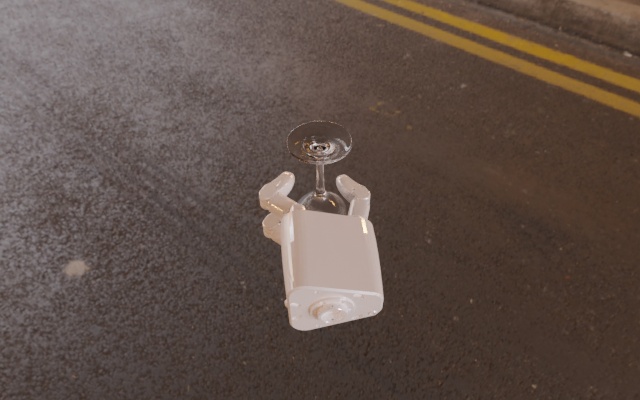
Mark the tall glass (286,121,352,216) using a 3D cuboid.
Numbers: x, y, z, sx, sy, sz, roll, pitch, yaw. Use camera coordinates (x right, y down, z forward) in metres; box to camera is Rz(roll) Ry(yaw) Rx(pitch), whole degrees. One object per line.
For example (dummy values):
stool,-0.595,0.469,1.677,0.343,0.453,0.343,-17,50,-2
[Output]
tall glass,0.000,0.001,0.607,0.079,0.079,0.201,0,-43,1
